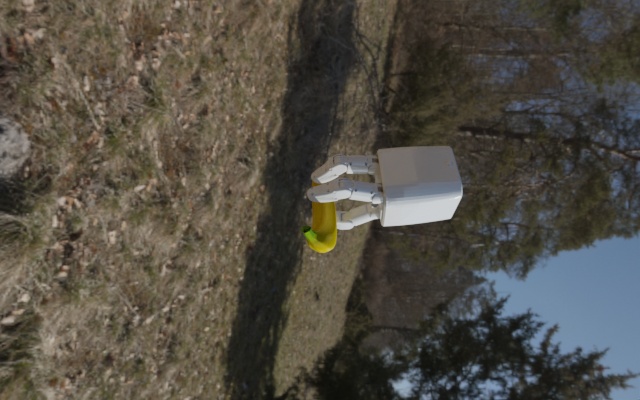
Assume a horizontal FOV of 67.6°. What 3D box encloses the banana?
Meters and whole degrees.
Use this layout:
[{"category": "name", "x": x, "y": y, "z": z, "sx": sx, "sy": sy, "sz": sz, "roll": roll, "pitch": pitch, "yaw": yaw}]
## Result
[{"category": "banana", "x": 0.003, "y": 0.020, "z": 0.683, "sx": 0.037, "sy": 0.070, "sz": 0.197, "roll": -8, "pitch": 25, "yaw": 6}]
